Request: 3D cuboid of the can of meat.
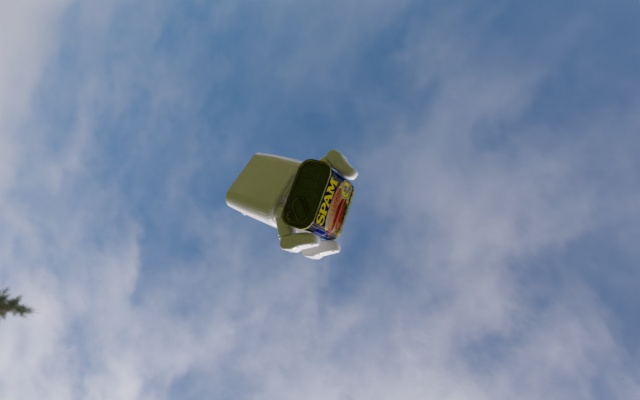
[{"bbox_3d":[0.000,0.002,0.702,0.057,0.102,0.084,14,-9,35],"label":"can of meat"}]
